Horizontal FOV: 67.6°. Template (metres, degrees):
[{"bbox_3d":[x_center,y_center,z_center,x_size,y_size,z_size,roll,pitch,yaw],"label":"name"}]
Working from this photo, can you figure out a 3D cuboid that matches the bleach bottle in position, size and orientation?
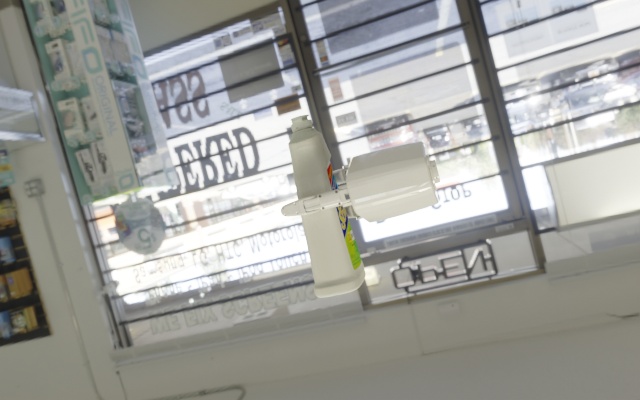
[{"bbox_3d":[0.000,0.002,0.682,0.068,0.251,0.102,-14,2,15],"label":"bleach bottle"}]
